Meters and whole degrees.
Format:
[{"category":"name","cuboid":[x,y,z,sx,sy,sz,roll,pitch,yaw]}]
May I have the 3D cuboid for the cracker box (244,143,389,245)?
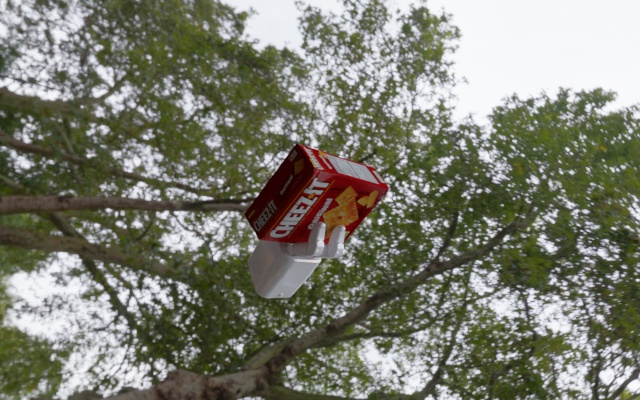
[{"category":"cracker box","cuboid":[0.000,0.003,0.845,0.214,0.164,0.072,11,35,-48]}]
